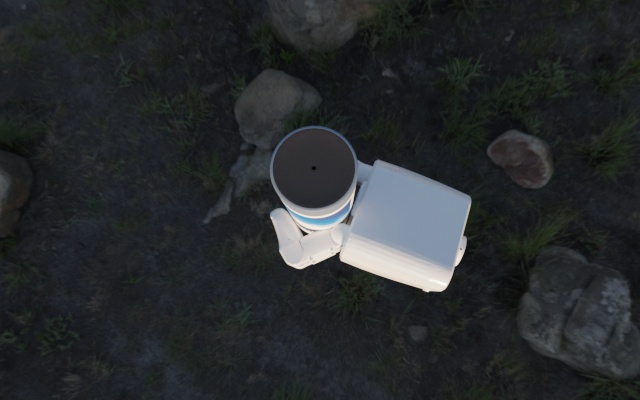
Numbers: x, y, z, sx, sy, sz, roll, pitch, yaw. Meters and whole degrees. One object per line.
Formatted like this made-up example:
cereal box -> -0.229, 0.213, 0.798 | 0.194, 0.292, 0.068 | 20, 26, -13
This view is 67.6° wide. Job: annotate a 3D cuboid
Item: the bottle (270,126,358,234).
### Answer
bottle -> 0.000, 0.002, 0.500 | 0.069, 0.069, 0.296 | 0, -10, 2
